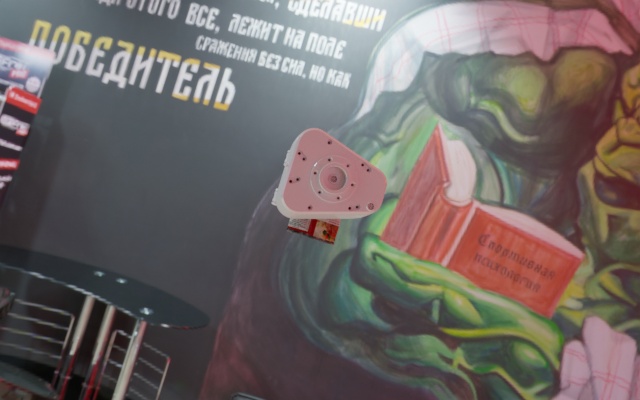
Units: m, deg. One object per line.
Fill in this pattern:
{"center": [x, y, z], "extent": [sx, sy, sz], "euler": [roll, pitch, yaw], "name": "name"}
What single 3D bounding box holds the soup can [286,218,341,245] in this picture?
{"center": [0.000, 0.002, 0.649], "extent": [0.068, 0.102, 0.068], "euler": [17, -4, 1], "name": "soup can"}
